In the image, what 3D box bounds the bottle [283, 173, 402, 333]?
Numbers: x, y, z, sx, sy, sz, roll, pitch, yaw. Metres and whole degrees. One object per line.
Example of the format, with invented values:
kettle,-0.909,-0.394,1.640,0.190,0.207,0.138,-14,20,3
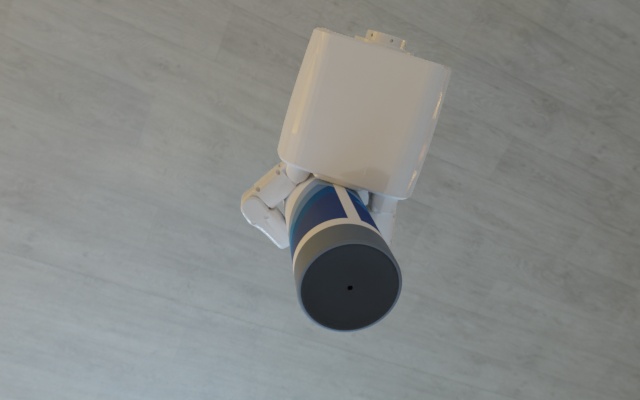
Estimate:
bottle,0.000,0.002,0.430,0.069,0.069,0.295,0,21,-8
